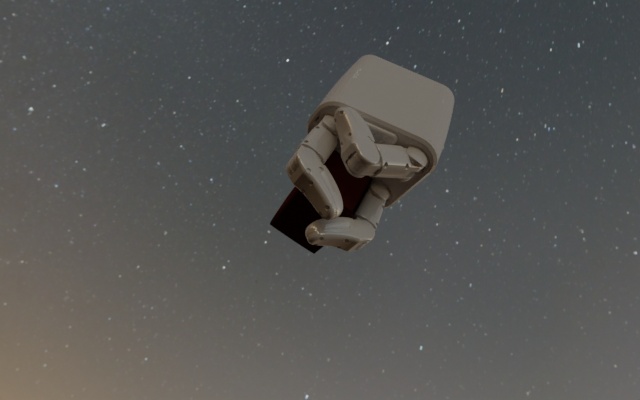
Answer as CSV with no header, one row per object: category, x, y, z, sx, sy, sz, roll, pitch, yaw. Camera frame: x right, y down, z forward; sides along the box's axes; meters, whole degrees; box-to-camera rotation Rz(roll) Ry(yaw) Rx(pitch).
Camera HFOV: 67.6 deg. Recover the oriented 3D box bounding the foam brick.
foam brick,0.000,0.002,0.435,0.053,0.051,0.078,36,-43,-7
